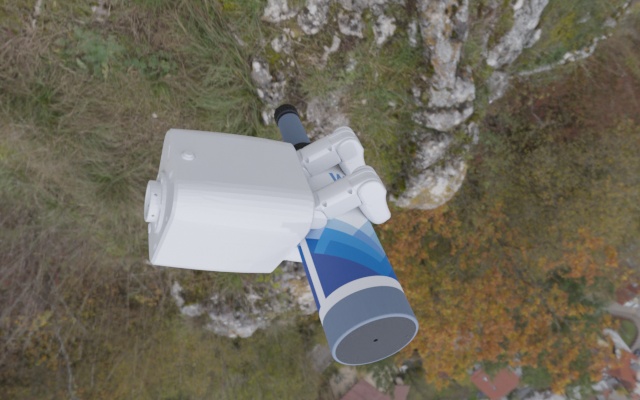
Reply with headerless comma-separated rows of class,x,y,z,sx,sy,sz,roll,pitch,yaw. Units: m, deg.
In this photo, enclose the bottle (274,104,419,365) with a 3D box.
bottle,0.000,0.002,0.443,0.069,0.069,0.295,0,43,-22
